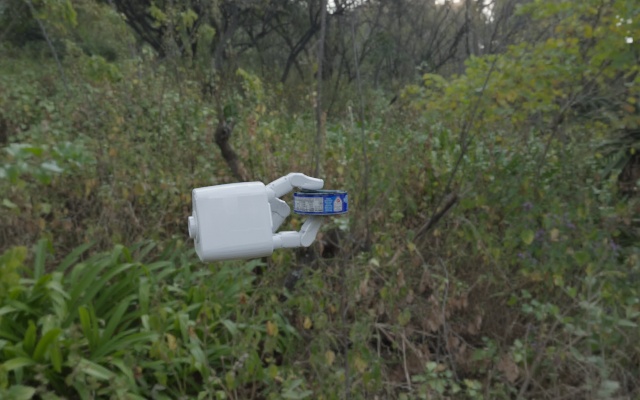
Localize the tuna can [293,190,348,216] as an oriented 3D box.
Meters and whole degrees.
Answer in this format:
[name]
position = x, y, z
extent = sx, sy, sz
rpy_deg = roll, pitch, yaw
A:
[tuna can]
position = 0.000, 0.002, 0.750
extent = 0.086, 0.034, 0.086
rpy_deg = -1, 5, 0
